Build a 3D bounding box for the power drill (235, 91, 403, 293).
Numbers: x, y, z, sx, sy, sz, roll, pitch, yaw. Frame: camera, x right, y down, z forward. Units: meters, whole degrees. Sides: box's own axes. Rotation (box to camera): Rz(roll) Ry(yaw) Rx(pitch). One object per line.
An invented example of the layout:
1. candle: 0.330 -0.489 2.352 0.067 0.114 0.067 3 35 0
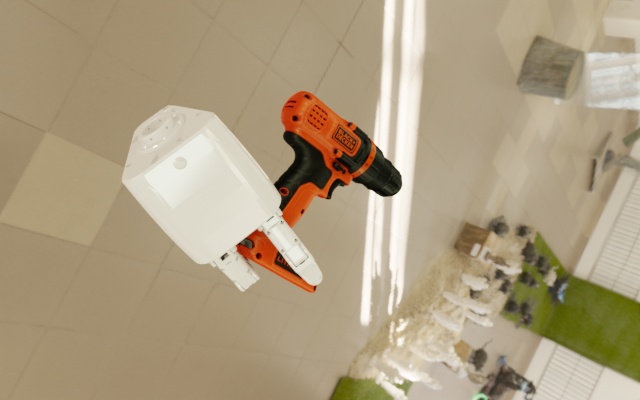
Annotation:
1. power drill: 0.000 0.002 0.530 0.184 0.187 0.057 34 -13 -33
